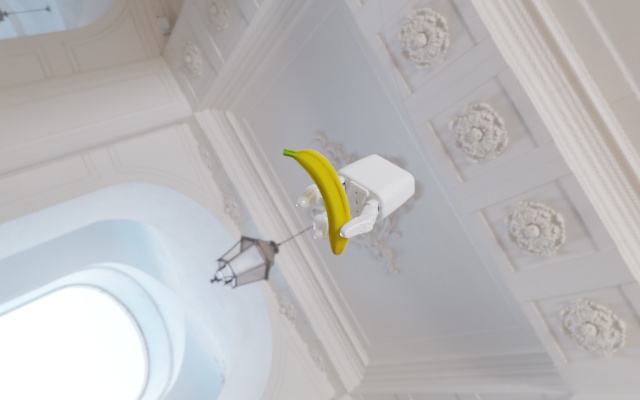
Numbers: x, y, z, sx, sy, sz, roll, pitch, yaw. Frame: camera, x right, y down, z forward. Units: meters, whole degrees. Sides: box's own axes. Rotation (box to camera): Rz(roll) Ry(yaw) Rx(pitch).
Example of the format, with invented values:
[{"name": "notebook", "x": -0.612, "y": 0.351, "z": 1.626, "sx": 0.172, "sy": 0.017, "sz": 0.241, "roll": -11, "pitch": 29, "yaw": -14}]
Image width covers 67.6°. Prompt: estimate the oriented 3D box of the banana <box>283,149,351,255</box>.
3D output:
[{"name": "banana", "x": 0.011, "y": -0.004, "z": 0.765, "sx": 0.069, "sy": 0.198, "sz": 0.037, "roll": -14, "pitch": 15, "yaw": 46}]
